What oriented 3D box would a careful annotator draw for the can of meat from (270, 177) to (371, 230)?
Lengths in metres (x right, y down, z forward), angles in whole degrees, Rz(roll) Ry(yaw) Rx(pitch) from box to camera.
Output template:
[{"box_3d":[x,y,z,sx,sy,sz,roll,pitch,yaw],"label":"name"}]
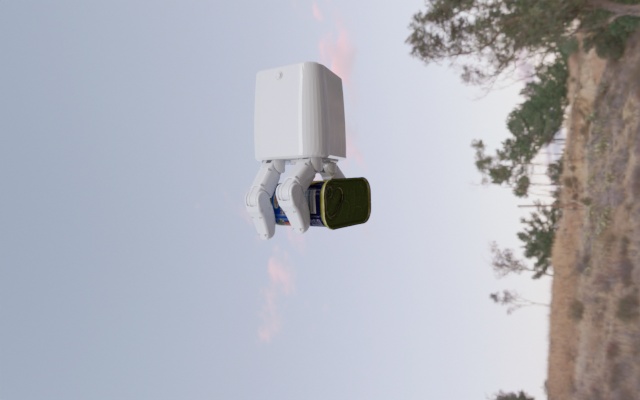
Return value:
[{"box_3d":[0.000,0.002,0.578,0.084,0.057,0.102,0,5,36],"label":"can of meat"}]
